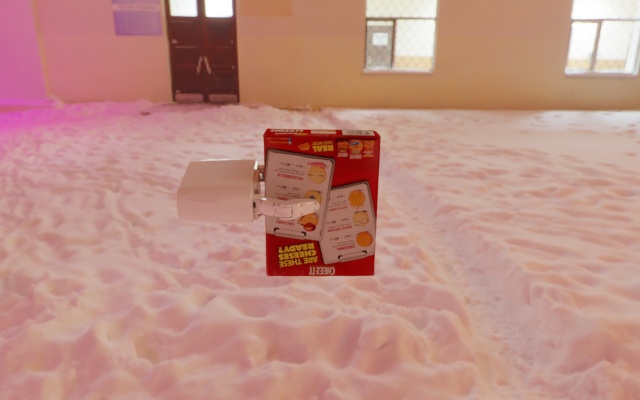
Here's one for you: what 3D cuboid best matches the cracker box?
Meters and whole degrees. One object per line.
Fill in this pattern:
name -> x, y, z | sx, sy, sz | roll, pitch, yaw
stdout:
cracker box -> 0.000, 0.002, 0.710 | 0.164, 0.214, 0.072 | 0, 18, -1
